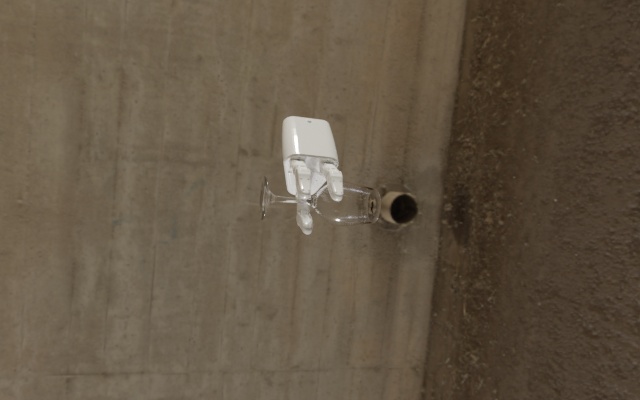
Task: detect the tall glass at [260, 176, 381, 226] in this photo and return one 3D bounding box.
[{"bbox_3d":[-0.001,0.003,0.823,0.201,0.079,0.079,5,-1,-16],"label":"tall glass"}]
